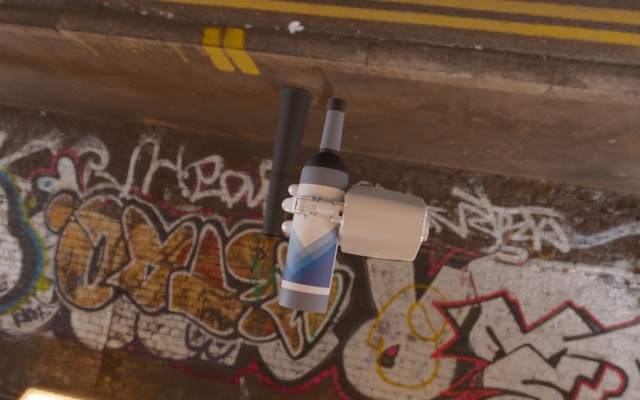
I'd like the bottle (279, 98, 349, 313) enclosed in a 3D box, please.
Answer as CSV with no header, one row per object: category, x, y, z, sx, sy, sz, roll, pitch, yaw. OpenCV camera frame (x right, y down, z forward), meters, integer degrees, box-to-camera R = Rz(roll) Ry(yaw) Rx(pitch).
bottle,0.000,0.002,0.666,0.069,0.295,0.069,10,-6,1
